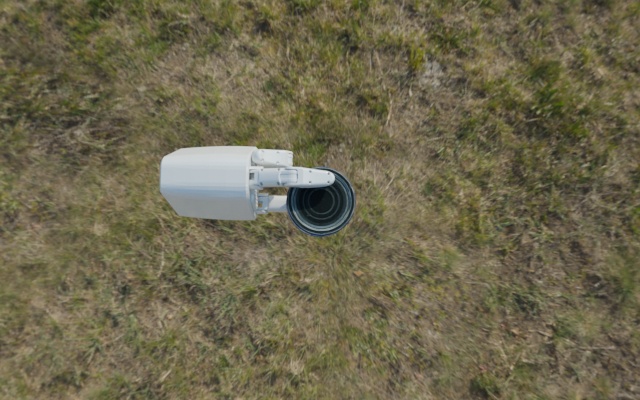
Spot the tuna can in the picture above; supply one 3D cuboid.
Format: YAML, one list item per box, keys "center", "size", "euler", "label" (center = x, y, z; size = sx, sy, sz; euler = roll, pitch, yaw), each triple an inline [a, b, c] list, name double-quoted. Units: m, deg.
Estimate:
- center: [0.000, 0.002, 0.591]
  size: [0.086, 0.086, 0.034]
  euler: [0, -6, -4]
  label: "tuna can"
